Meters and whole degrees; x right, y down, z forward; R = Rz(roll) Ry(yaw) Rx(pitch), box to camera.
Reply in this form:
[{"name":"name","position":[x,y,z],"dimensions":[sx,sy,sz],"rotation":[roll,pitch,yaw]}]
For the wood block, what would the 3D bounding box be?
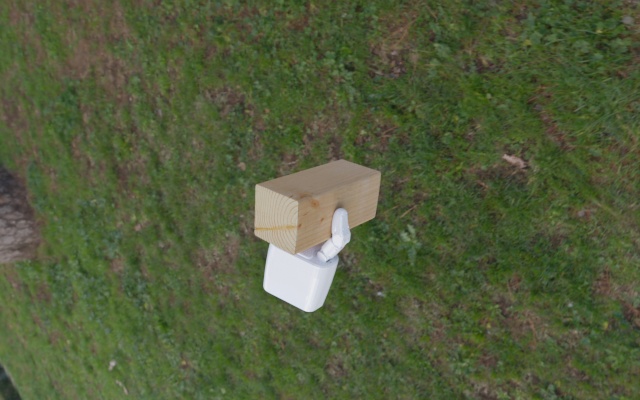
[{"name":"wood block","position":[0.000,0.003,0.782],"dimensions":[0.091,0.090,0.206],"rotation":[23,29,35]}]
